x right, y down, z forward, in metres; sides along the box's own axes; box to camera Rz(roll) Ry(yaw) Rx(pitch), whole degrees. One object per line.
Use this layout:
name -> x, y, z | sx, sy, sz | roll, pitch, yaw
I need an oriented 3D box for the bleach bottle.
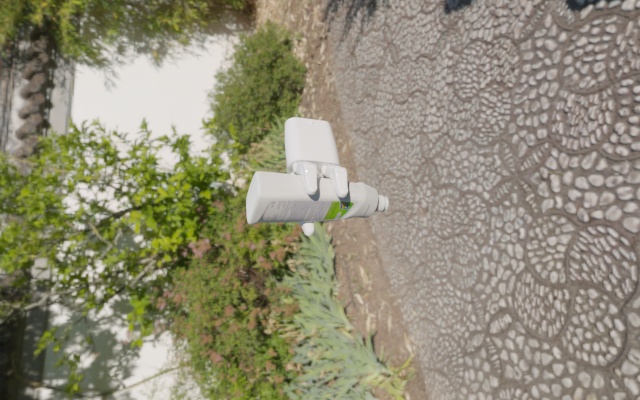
bleach bottle -> 0.000, 0.003, 0.857 | 0.251, 0.068, 0.103 | 4, -34, -19
